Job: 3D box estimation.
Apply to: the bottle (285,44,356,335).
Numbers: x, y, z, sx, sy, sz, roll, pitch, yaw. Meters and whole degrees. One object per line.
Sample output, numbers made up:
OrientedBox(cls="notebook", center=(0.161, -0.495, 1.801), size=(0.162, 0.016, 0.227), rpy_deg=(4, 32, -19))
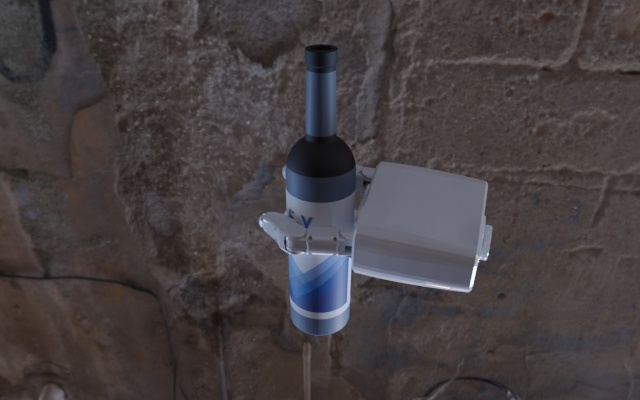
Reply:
OrientedBox(cls="bottle", center=(0.000, 0.002, 0.467), size=(0.069, 0.296, 0.069), rpy_deg=(0, 30, 0))
